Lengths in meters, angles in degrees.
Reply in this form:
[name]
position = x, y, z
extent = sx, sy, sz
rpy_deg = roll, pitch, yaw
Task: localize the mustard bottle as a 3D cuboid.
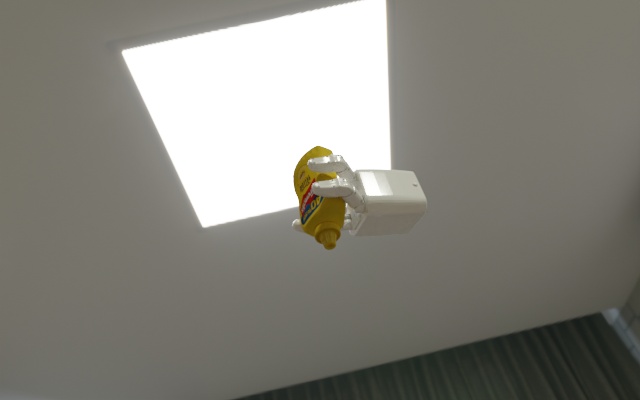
[mustard bottle]
position = 0.000, 0.002, 0.783
extent = 0.058, 0.191, 0.096
rpy_deg = 19, -52, -29
